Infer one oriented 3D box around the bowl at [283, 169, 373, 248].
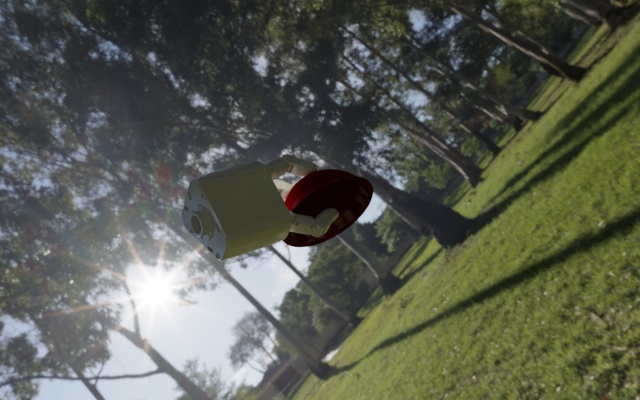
[{"bbox_3d":[0.001,0.002,0.746,0.162,0.055,0.162,-23,-31,-15],"label":"bowl"}]
